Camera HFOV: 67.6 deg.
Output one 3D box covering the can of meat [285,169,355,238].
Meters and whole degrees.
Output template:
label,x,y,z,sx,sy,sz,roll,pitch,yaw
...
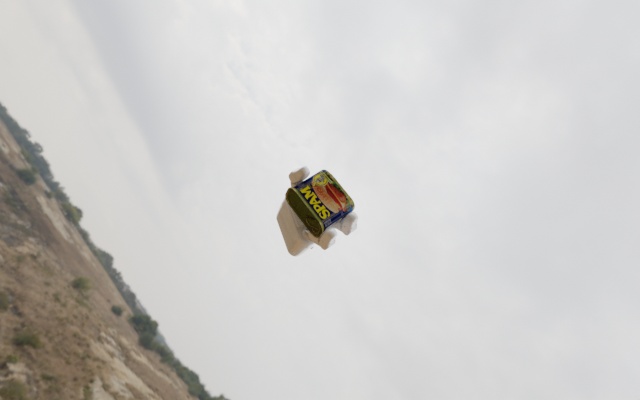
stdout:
label,x,y,z,sx,sy,sz,roll,pitch,yaw
can of meat,0.000,0.003,0.874,0.084,0.102,0.057,-33,-12,-27
